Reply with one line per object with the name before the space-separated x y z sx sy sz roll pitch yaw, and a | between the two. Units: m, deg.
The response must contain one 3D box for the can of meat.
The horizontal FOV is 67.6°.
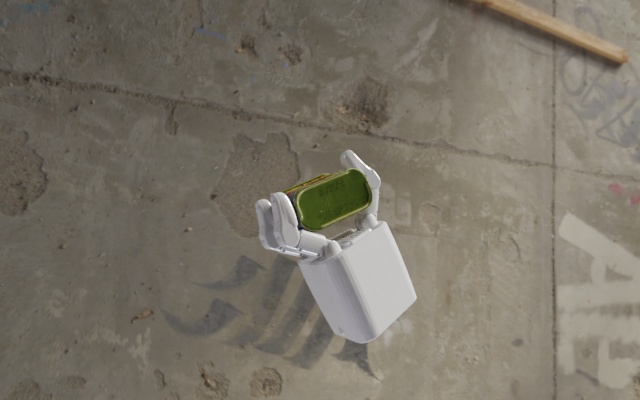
can of meat | 0.000 0.002 0.567 0.102 0.057 0.084 -24 5 -23
